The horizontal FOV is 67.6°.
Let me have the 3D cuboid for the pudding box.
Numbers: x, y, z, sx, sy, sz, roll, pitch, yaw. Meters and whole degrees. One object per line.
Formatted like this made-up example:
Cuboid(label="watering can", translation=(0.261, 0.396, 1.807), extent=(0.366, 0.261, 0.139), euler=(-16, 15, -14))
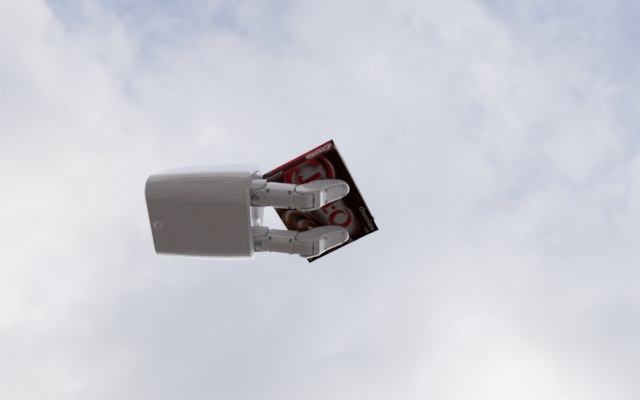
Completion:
Cuboid(label="pudding box", translation=(0.000, 0.002, 0.529), extent=(0.090, 0.113, 0.039), euler=(-26, 25, 10))
